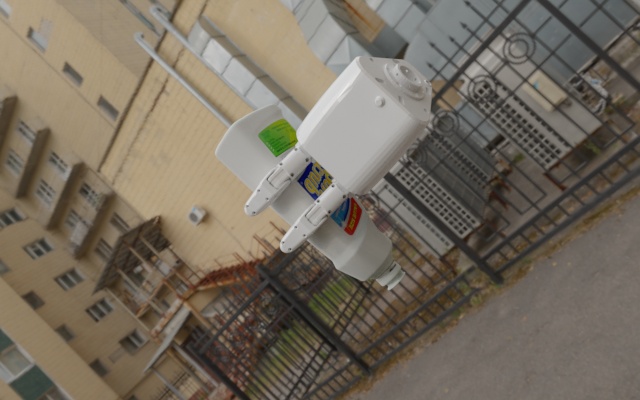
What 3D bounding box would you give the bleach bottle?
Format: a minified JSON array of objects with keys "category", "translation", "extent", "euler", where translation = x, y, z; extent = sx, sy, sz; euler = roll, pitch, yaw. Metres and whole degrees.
[{"category":"bleach bottle","translation":[0.000,0.002,0.555],"extent":[0.068,0.251,0.102],"euler":[-48,-3,36]}]
